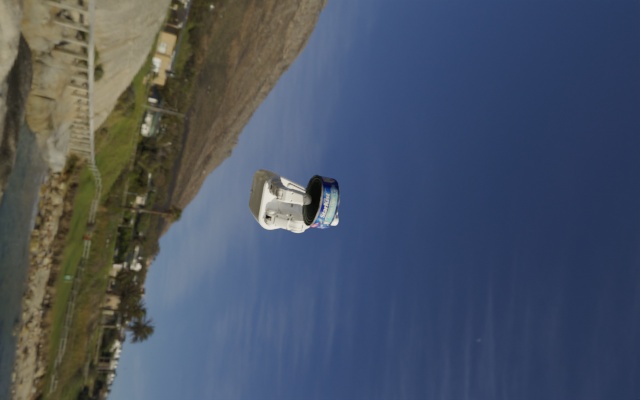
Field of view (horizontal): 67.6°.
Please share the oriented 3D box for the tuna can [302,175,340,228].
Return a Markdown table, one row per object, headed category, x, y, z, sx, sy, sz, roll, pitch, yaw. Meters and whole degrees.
| category | x | y | z | sx | sy | sz | roll | pitch | yaw |
| --- | --- | --- | --- | --- | --- | --- | --- | --- | --- |
| tuna can | 0.001 | 0.003 | 0.787 | 0.034 | 0.086 | 0.086 | 11 | -4 | -20 |
